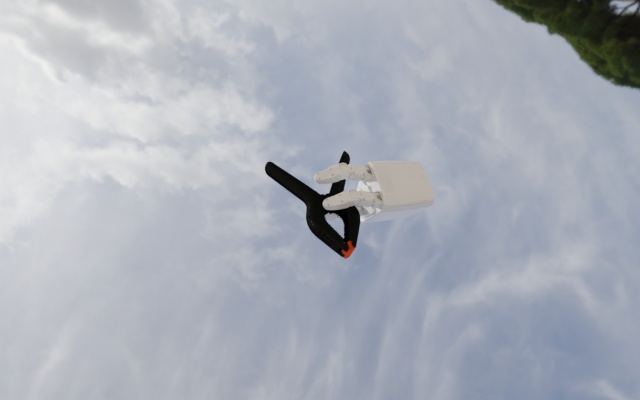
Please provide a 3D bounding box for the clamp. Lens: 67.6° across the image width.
[{"bbox_3d":[0.000,0.004,0.815,0.164,0.209,0.036,-5,-32,-20],"label":"clamp"}]
